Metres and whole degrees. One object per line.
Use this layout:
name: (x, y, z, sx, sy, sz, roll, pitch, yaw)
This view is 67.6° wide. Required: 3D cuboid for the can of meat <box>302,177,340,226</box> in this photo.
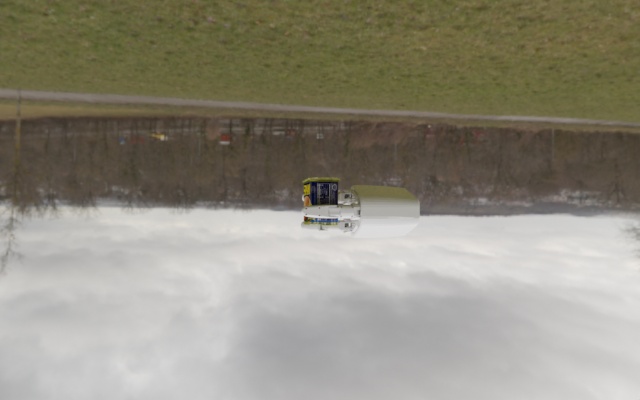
can of meat: (0.000, 0.003, 0.870, 0.057, 0.084, 0.102, 0, -1, -11)
